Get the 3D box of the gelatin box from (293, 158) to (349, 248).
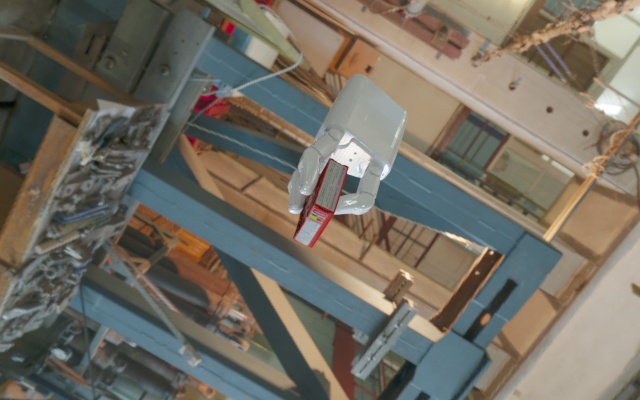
[{"bbox_3d":[0.000,0.002,0.588,0.030,0.089,0.073,25,-44,-7],"label":"gelatin box"}]
